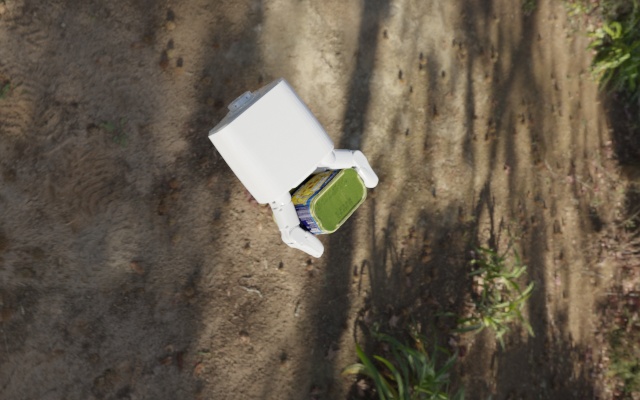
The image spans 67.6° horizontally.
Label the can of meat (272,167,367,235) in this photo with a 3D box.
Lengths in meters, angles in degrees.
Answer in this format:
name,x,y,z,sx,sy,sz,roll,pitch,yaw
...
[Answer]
name,x,y,z,sx,sy,sz,roll,pitch,yaw
can of meat,0.000,0.002,0.632,0.084,0.057,0.102,-10,29,51
